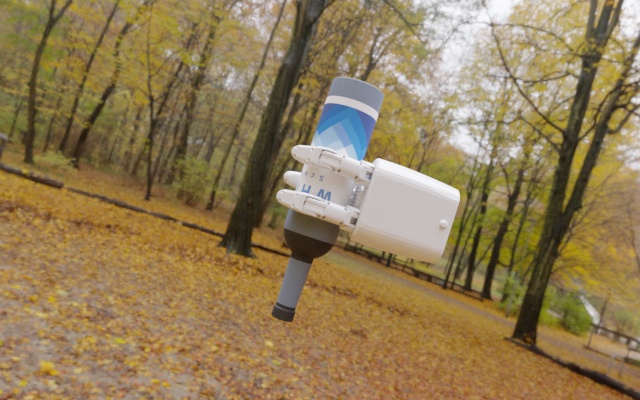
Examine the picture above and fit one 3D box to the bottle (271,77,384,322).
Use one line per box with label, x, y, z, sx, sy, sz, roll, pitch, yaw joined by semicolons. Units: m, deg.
bottle;0.000;0.002;0.579;0.069;0.295;0.069;18;-2;1
